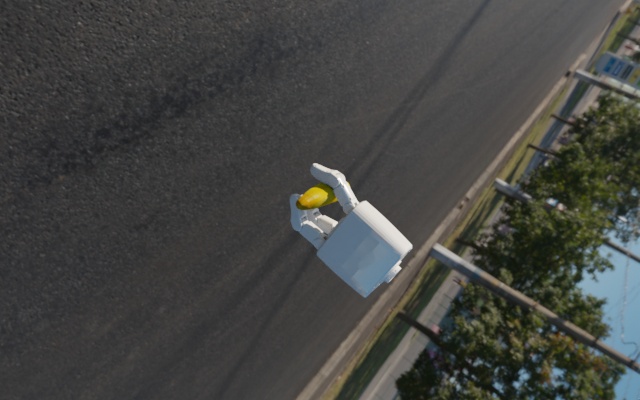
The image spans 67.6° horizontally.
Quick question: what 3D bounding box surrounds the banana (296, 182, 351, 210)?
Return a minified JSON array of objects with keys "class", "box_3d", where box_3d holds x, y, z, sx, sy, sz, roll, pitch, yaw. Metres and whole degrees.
[{"class":"banana","box_3d":[0.015,-0.009,0.813,0.069,0.037,0.198,-40,-8,12]}]
